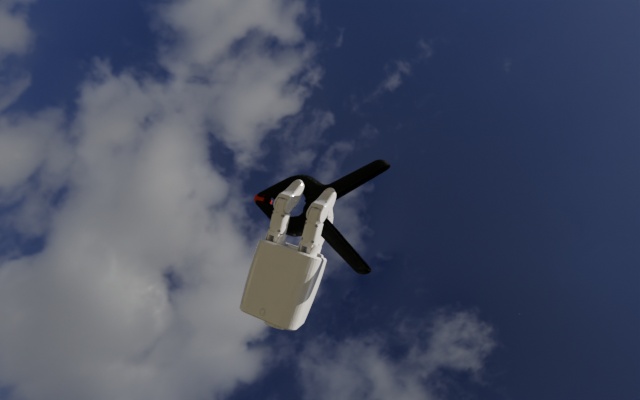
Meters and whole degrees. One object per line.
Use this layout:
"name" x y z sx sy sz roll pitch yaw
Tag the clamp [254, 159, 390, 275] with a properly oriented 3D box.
"clamp" 0.000 0.003 0.711 0.210 0.164 0.036 16 -5 25
